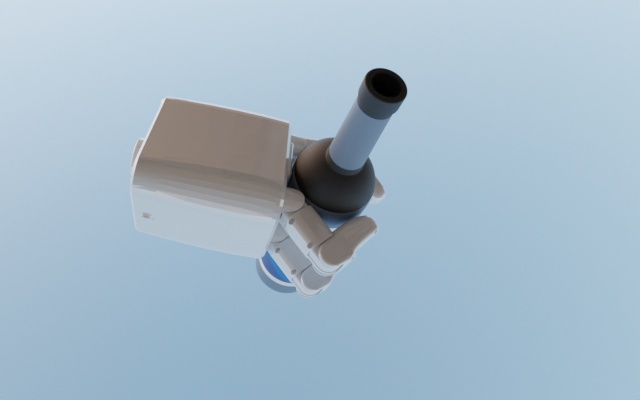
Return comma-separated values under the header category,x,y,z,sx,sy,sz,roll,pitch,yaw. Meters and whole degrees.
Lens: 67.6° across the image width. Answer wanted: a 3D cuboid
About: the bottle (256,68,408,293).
category,x,y,z,sx,sy,sz,roll,pitch,yaw
bottle,0.000,0.001,0.404,0.069,0.069,0.296,0,-28,-17
